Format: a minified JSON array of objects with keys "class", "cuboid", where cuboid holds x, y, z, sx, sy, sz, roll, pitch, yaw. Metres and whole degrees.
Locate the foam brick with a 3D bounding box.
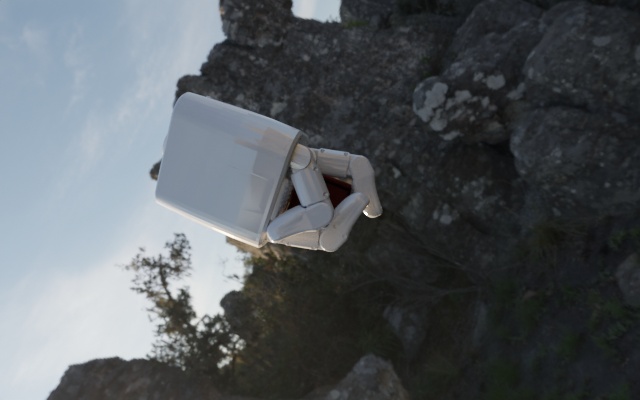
[{"class":"foam brick","cuboid":[0.000,0.002,0.480,0.051,0.053,0.078,19,5,3]}]
